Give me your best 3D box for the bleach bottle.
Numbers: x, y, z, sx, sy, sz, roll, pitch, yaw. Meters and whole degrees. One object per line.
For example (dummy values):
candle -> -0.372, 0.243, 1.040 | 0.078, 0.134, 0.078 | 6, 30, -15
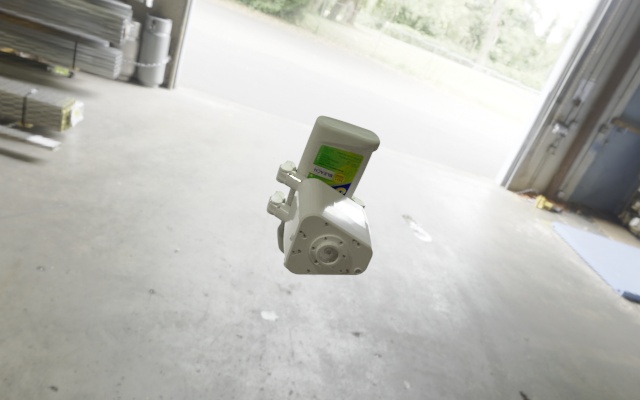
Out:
bleach bottle -> 0.000, 0.002, 0.738 | 0.102, 0.251, 0.068 | 17, 24, -8
